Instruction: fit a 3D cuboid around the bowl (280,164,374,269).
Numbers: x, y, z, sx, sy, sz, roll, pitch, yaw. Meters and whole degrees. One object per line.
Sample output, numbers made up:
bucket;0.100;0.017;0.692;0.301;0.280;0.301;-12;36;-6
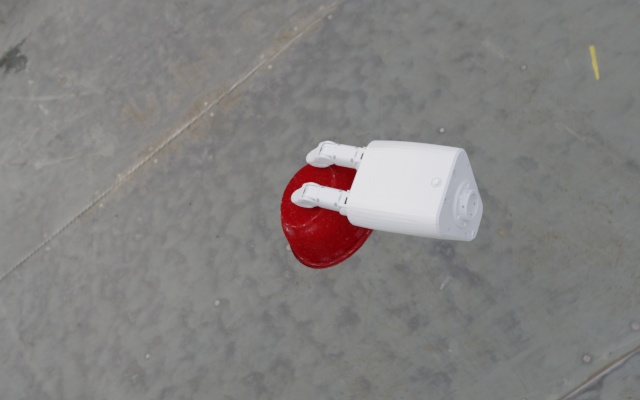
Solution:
bowl;-0.001;0.002;0.608;0.162;0.162;0.055;0;-25;47
